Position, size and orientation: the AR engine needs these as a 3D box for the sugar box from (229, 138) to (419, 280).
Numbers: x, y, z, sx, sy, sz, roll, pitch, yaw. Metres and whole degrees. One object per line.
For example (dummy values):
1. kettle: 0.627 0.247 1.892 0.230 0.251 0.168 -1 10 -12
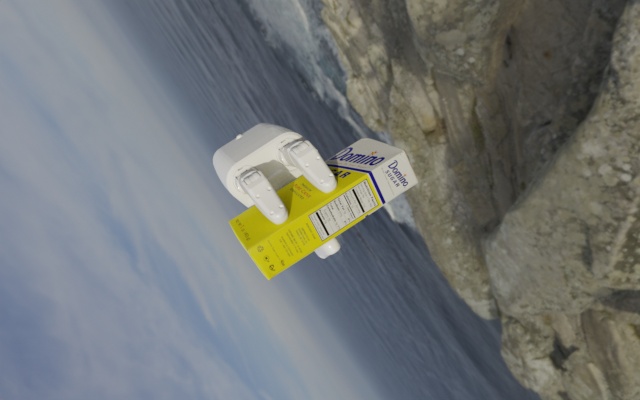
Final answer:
1. sugar box: 0.000 0.001 0.481 0.176 0.048 0.093 -35 25 -10
